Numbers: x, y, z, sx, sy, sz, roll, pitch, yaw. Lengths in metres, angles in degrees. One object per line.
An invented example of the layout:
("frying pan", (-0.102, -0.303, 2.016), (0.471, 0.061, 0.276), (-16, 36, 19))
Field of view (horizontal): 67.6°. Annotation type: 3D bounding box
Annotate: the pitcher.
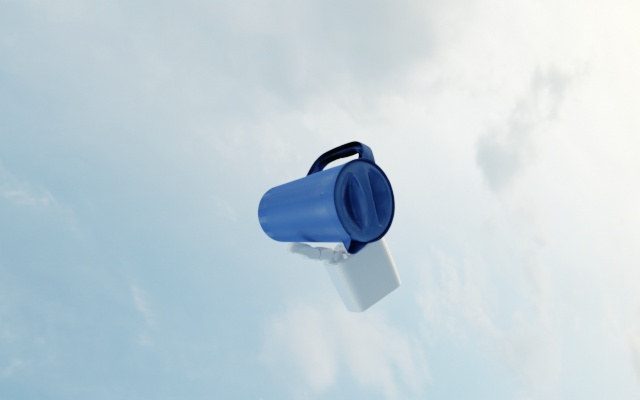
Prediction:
("pitcher", (0.000, 0.003, 0.824), (0.243, 0.145, 0.149), (-10, 23, 50))
